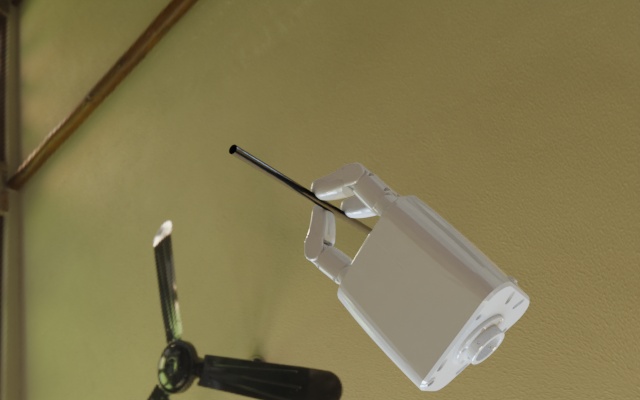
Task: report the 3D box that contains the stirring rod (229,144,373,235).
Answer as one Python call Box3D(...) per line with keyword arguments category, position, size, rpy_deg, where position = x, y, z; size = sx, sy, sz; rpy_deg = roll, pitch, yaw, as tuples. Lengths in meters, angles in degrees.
Box3D(category="stirring rod", position=(0.000, 0.002, 0.450), size=(0.011, 0.011, 0.240), rpy_deg=(0, -19, 35))
